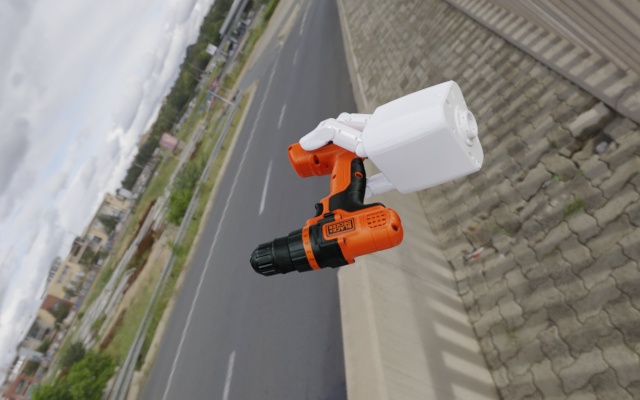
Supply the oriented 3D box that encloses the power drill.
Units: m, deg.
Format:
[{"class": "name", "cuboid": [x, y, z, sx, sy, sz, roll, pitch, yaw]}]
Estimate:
[{"class": "power drill", "cuboid": [0.000, 0.002, 0.601, 0.184, 0.187, 0.057, -14, -41, 10]}]
